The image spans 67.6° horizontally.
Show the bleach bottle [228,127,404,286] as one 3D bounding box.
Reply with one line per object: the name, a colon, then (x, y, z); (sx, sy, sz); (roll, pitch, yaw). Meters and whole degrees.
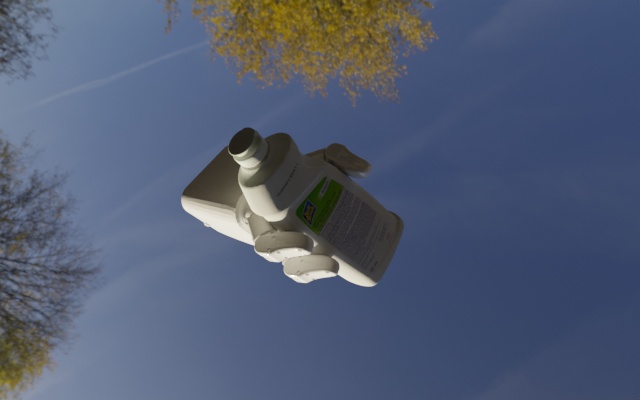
bleach bottle: (0.000, 0.002, 0.498); (0.068, 0.102, 0.251); (12, -21, 40)
